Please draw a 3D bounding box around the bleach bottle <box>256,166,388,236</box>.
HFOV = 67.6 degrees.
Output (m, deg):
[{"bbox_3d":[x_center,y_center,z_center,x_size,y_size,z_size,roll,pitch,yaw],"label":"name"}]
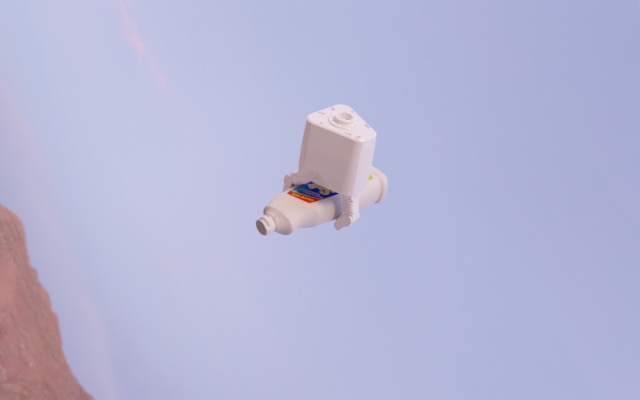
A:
[{"bbox_3d":[0.000,0.003,0.838,0.250,0.068,0.102,-27,49,-36],"label":"bleach bottle"}]
